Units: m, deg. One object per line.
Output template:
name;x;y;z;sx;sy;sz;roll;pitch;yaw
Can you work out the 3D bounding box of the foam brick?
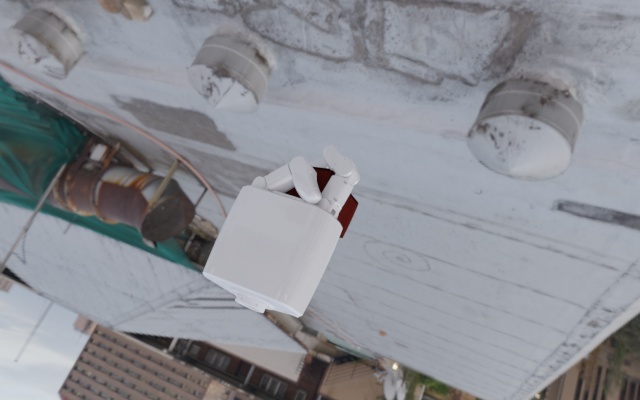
foam brick;0.000;0.002;0.560;0.053;0.051;0.078;10;-24;34
